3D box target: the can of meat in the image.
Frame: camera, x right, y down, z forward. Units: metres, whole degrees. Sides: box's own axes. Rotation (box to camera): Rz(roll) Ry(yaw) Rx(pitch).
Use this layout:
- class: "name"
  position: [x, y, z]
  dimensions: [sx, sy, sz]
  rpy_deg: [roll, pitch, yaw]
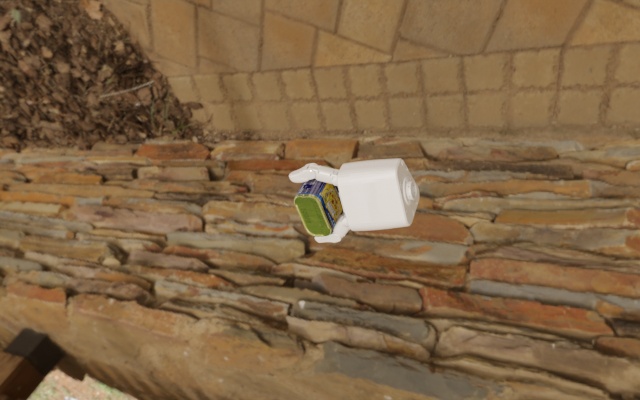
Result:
- class: "can of meat"
  position: [0.000, 0.003, 0.860]
  dimensions: [0.057, 0.102, 0.084]
  rpy_deg: [-2, 39, 27]
